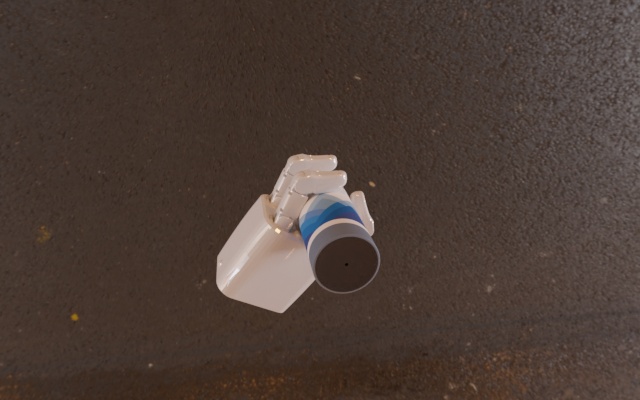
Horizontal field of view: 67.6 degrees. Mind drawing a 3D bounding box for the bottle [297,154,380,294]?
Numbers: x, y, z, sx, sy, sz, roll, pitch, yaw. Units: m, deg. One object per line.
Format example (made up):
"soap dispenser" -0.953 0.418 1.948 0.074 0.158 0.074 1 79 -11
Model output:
"bottle" 0.000 0.002 0.587 0.069 0.069 0.295 0 24 -11
